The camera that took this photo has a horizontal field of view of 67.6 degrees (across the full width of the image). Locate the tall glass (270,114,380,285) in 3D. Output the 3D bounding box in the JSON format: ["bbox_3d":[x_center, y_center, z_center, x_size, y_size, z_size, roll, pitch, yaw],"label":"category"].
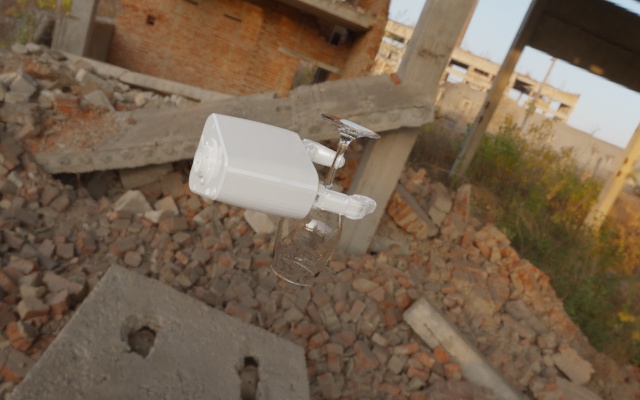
[{"bbox_3d":[0.000,0.001,0.581,0.079,0.201,0.079,20,15,-6],"label":"tall glass"}]
